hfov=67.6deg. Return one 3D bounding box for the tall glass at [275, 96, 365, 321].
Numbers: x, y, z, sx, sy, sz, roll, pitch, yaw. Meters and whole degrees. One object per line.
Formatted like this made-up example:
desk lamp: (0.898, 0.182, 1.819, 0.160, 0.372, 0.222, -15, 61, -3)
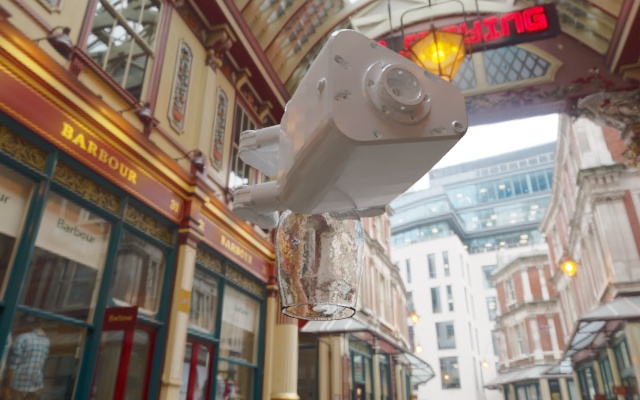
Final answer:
tall glass: (0.000, 0.001, 0.430, 0.079, 0.201, 0.079, 1, -25, 0)
